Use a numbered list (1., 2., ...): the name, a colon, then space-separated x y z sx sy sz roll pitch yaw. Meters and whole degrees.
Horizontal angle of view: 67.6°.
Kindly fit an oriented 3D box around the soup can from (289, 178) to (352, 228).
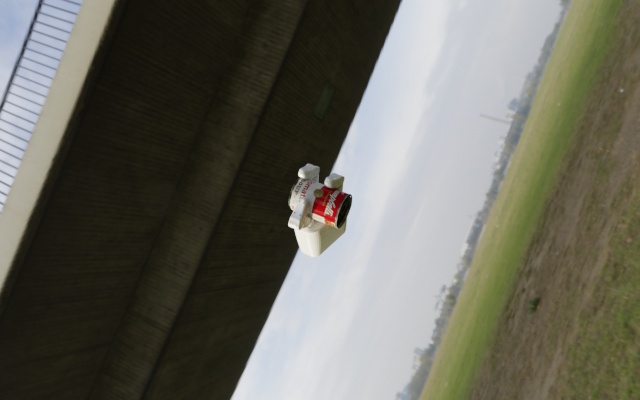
1. soup can: 0.000 0.003 0.897 0.102 0.068 0.068 21 7 19
